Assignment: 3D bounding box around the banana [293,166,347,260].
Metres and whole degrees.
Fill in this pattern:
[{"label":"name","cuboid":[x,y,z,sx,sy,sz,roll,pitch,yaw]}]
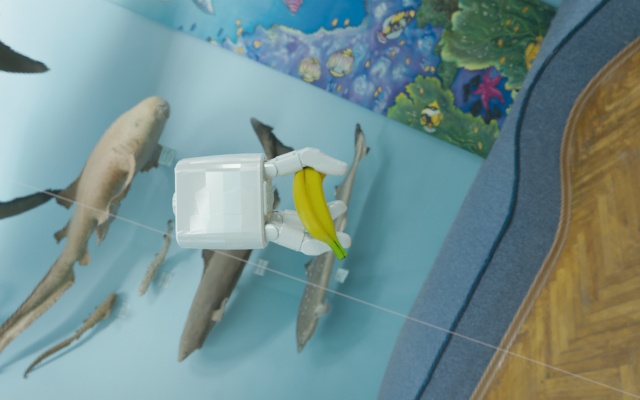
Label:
[{"label":"banana","cuboid":[-0.008,-0.009,0.590,0.037,0.070,0.197,-25,34,12]}]
